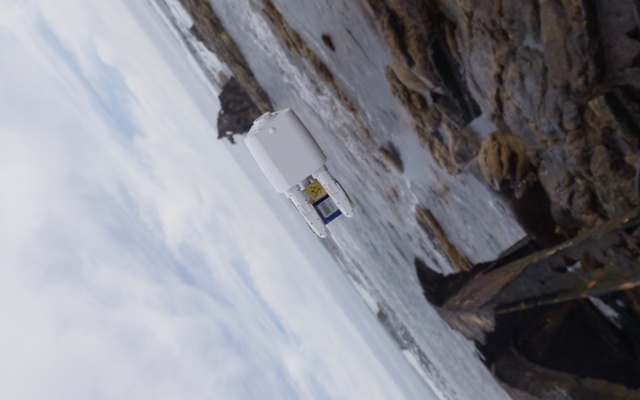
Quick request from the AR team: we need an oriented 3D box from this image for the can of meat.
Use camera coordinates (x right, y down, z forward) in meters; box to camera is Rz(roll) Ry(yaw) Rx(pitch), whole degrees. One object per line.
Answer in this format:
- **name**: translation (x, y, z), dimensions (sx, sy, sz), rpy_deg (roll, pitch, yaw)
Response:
- **can of meat**: translation (0.000, 0.003, 0.832), dimensions (0.084, 0.057, 0.102), rpy_deg (-35, 23, -3)
